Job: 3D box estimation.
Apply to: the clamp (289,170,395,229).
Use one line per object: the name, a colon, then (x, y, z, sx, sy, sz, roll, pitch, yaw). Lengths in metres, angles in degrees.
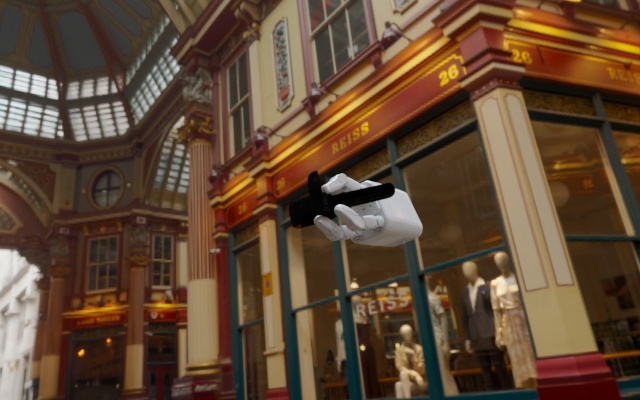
clamp: (0.000, 0.002, 0.822, 0.164, 0.036, 0.210, 12, -27, -38)
